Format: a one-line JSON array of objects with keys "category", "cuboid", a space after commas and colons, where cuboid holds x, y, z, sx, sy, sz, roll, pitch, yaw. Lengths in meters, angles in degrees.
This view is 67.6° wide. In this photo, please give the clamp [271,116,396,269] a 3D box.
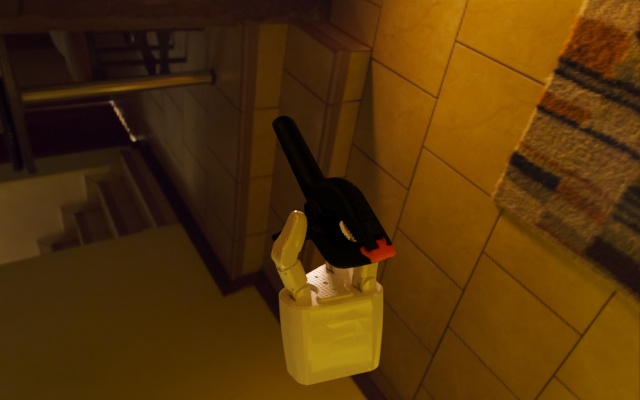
[{"category": "clamp", "cuboid": [0.000, 0.002, 0.504, 0.036, 0.165, 0.210, -13, 22, -30]}]
